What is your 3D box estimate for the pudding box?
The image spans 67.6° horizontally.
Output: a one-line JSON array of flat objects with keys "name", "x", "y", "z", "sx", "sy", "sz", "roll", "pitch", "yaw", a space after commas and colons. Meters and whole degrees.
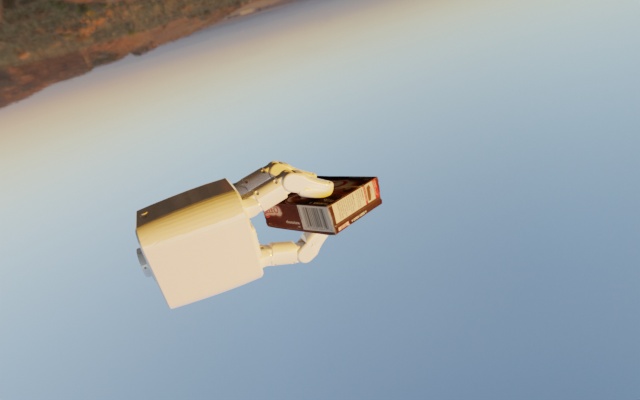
[{"name": "pudding box", "x": 0.000, "y": 0.002, "z": 0.555, "sx": 0.113, "sy": 0.039, "sz": 0.090, "roll": 6, "pitch": 27, "yaw": 42}]
